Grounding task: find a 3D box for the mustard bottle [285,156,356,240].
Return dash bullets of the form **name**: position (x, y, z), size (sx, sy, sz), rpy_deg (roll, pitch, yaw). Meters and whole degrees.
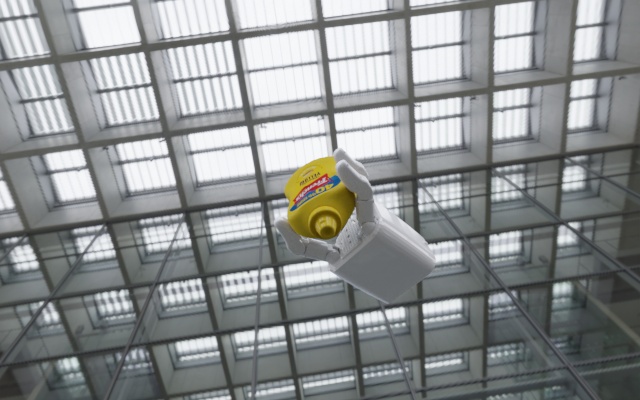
- **mustard bottle**: position (0.000, 0.002, 0.644), size (0.096, 0.058, 0.191), rpy_deg (-29, 22, 6)
